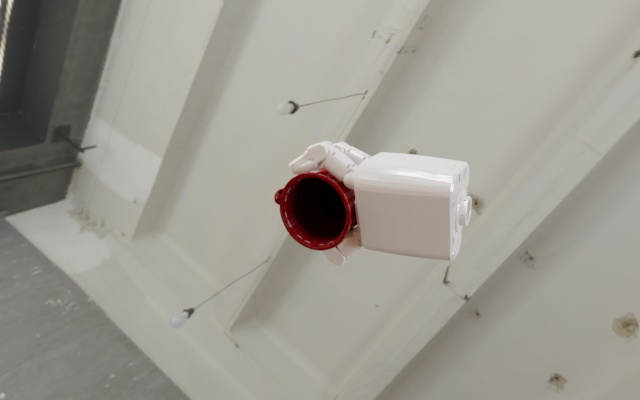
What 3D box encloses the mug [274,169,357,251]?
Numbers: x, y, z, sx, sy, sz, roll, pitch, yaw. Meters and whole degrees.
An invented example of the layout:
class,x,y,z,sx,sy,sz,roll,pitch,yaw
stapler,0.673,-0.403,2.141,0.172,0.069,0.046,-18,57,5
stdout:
class,x,y,z,sx,sy,sz,roll,pitch,yaw
mug,-0.001,0.002,0.586,0.117,0.093,0.081,9,19,26
